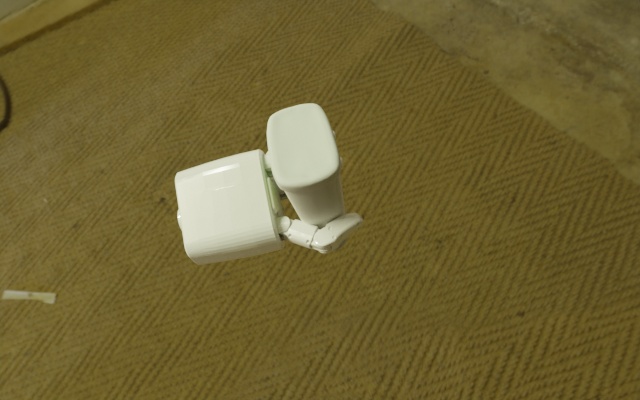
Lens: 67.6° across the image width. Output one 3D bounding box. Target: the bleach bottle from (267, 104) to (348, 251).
[{"bbox_3d":[0.000,0.002,0.573,0.068,0.102,0.251,-14,-31,2],"label":"bleach bottle"}]
